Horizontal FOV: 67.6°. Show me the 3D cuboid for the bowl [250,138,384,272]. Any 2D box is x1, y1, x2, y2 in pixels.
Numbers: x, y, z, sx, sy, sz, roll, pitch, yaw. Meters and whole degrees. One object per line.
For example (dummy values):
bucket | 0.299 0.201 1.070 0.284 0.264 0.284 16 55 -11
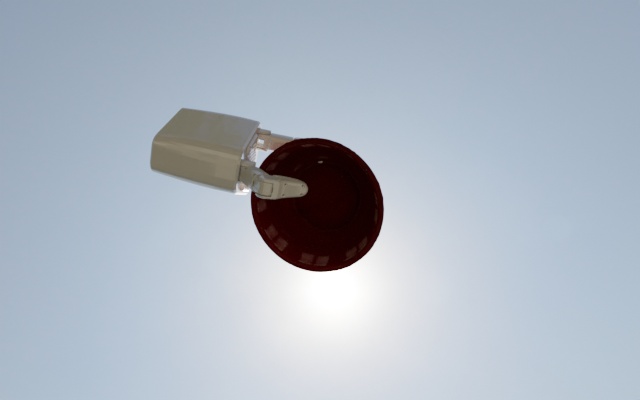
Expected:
bowl | 0.001 0.002 0.576 0.162 0.162 0.055 0 14 16
